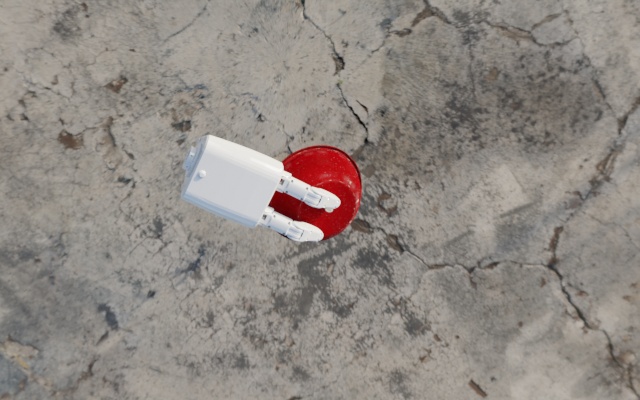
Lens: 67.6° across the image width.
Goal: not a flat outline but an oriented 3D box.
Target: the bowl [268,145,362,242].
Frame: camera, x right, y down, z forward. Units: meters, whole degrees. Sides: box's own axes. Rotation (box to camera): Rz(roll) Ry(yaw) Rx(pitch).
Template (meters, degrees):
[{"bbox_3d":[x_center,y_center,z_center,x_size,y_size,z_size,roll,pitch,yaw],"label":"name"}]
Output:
[{"bbox_3d":[0.001,0.003,0.711,0.162,0.162,0.055,0,24,-25],"label":"bowl"}]
